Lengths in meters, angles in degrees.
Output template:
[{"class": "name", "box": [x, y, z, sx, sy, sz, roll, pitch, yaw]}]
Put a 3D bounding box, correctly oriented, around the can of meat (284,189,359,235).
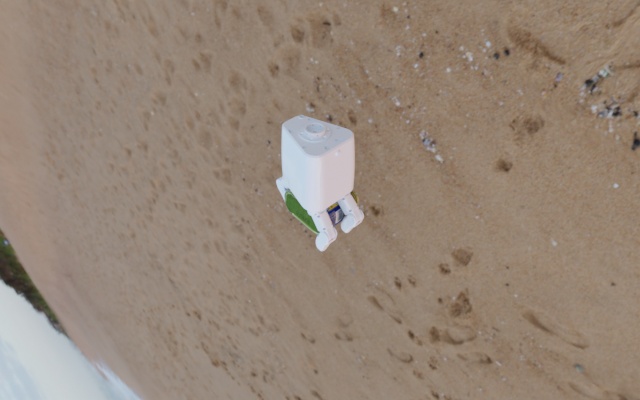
[{"class": "can of meat", "box": [0.000, 0.003, 0.822, 0.084, 0.057, 0.102, -33, 55, -31]}]
